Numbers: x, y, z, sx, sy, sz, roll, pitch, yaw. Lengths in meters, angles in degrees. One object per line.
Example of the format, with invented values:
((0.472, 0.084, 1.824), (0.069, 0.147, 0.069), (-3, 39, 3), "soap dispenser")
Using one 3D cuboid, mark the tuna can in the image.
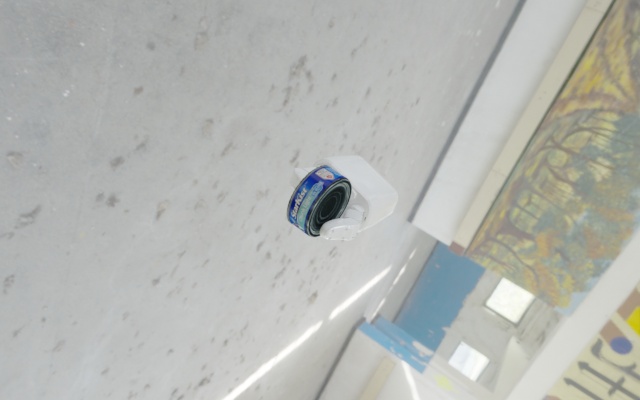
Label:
((0.000, 0.002, 0.584), (0.033, 0.086, 0.086), (34, 16, 25), "tuna can")
